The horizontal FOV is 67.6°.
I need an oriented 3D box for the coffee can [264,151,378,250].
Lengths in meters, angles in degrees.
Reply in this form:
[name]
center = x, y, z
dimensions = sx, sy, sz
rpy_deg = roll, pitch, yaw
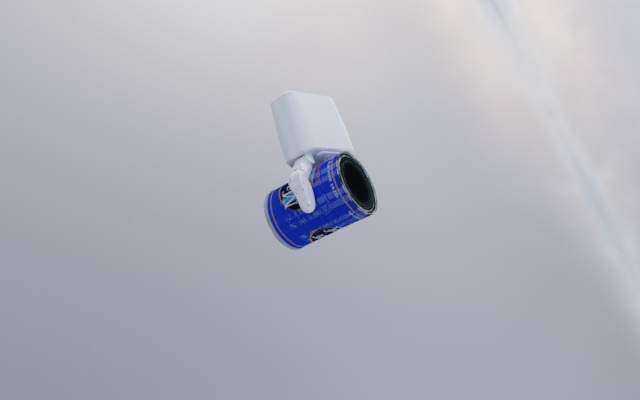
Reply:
[coffee can]
center = 0.000, 0.003, 0.723
dimensions = 0.140, 0.102, 0.103
rpy_deg = -27, -13, 27
